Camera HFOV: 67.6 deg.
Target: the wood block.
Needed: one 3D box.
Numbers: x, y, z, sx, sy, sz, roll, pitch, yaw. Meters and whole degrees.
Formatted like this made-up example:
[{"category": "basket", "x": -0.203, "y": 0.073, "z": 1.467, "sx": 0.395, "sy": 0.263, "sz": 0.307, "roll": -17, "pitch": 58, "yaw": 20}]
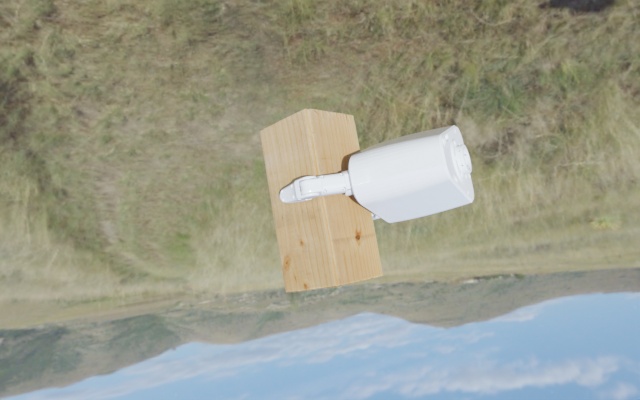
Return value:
[{"category": "wood block", "x": 0.000, "y": 0.002, "z": 0.594, "sx": 0.090, "sy": 0.206, "sz": 0.091, "roll": -16, "pitch": -10, "yaw": 42}]
